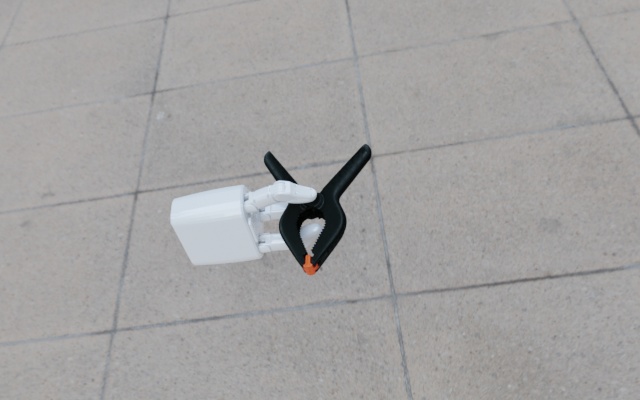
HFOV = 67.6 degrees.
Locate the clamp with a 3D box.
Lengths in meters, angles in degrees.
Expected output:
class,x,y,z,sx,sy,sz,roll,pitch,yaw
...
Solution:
class,x,y,z,sx,sy,sz,roll,pitch,yaw
clamp,0.000,0.002,0.676,0.164,0.209,0.036,-10,-34,7
